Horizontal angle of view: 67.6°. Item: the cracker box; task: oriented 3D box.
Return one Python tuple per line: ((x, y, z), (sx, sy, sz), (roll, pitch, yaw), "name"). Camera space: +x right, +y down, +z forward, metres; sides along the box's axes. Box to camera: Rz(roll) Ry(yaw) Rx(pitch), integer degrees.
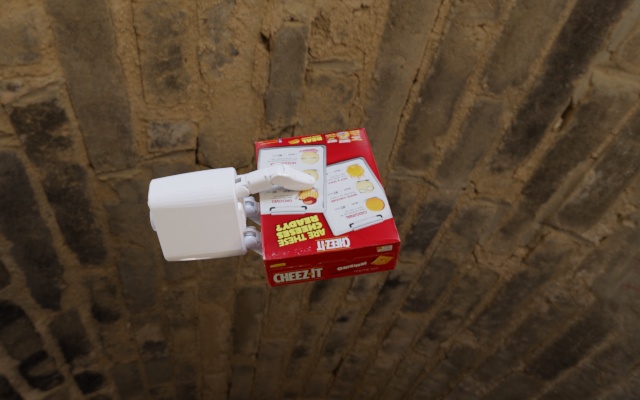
((0.000, 0.002, 0.645), (0.164, 0.213, 0.072), (-8, -42, -4), "cracker box")
